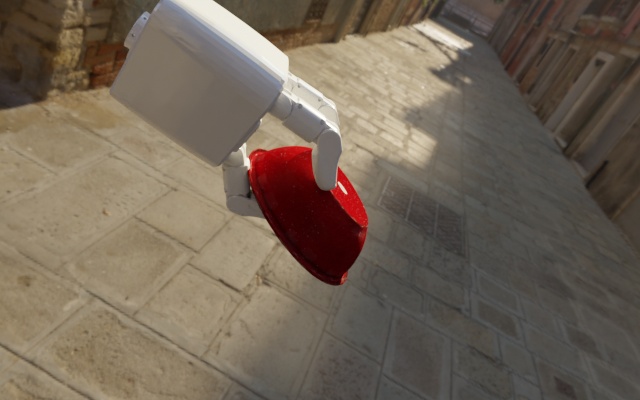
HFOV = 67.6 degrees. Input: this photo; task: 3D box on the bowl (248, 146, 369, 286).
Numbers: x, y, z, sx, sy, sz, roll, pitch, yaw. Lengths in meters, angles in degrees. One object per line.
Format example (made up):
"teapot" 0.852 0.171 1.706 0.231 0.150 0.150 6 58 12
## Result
"bowl" 0.001 0.002 0.479 0.055 0.162 0.162 -34 -11 16
